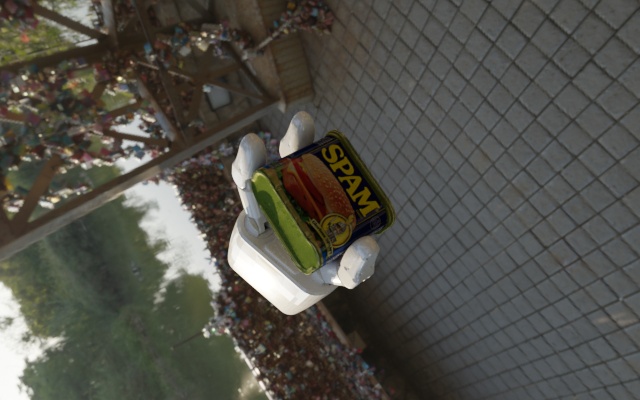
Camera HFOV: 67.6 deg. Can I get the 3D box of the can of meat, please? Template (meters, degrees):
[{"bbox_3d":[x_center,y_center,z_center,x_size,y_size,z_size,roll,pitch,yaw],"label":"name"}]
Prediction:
[{"bbox_3d":[0.000,0.002,0.412,0.084,0.102,0.057,-29,-10,-28],"label":"can of meat"}]
